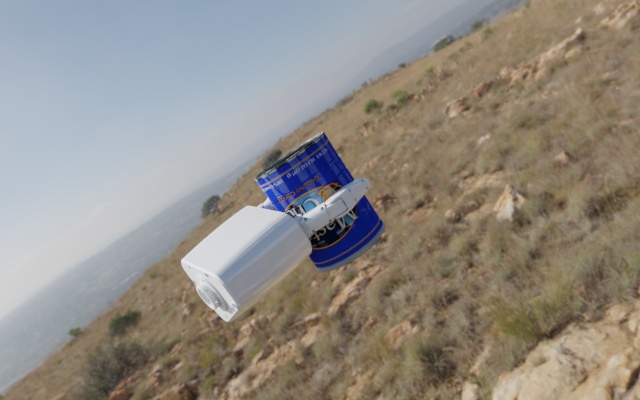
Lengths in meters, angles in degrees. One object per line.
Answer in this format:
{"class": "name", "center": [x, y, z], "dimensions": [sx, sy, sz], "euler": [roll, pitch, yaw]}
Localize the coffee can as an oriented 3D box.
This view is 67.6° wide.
{"class": "coffee can", "center": [0.000, 0.002, 0.588], "dimensions": [0.103, 0.140, 0.102], "euler": [-33, 10, 7]}
